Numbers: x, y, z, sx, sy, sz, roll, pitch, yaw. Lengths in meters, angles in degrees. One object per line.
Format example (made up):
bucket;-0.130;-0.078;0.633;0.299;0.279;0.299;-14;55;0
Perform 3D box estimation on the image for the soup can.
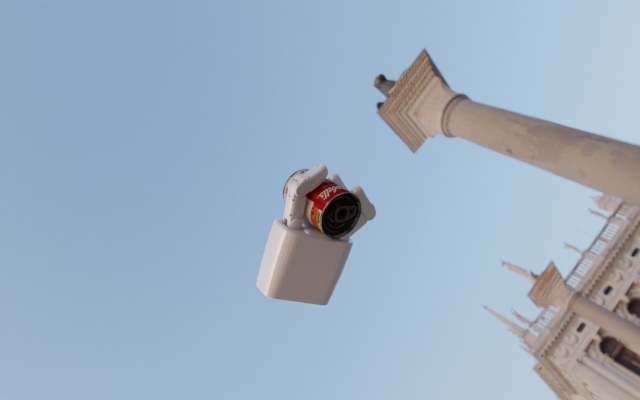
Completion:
soup can;0.000;0.002;0.679;0.068;0.068;0.102;0;22;-38
